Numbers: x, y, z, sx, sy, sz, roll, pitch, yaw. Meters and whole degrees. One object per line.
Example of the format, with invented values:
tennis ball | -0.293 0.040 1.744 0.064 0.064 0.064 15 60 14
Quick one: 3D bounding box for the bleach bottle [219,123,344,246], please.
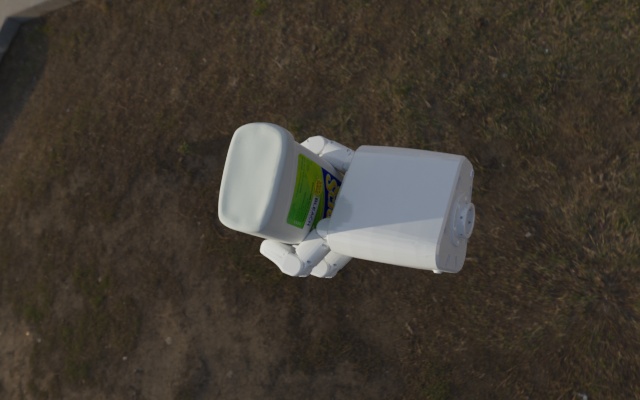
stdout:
bleach bottle | 0.000 0.002 0.521 0.068 0.102 0.251 9 -5 32
